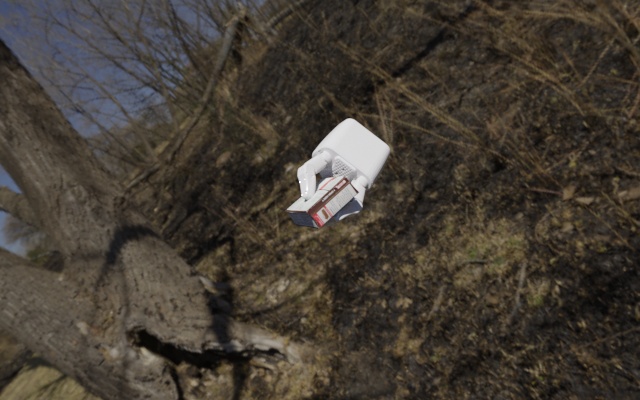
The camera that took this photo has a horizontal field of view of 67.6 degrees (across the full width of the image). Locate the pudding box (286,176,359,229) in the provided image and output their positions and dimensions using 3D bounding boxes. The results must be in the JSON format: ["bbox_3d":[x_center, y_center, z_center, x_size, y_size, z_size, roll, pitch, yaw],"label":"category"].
[{"bbox_3d":[0.000,0.002,0.786,0.090,0.039,0.113,-43,13,-15],"label":"pudding box"}]
